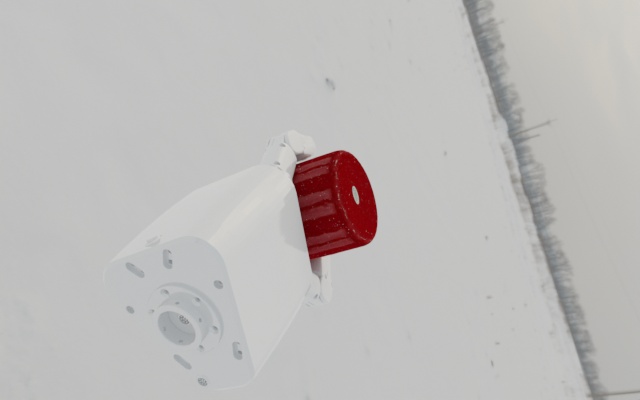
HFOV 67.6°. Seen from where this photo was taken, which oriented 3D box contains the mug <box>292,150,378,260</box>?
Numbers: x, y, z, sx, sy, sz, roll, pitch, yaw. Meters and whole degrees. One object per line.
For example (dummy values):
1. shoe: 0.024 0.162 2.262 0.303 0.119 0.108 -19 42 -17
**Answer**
1. mug: 0.001 0.001 0.416 0.081 0.093 0.117 -17 20 26
